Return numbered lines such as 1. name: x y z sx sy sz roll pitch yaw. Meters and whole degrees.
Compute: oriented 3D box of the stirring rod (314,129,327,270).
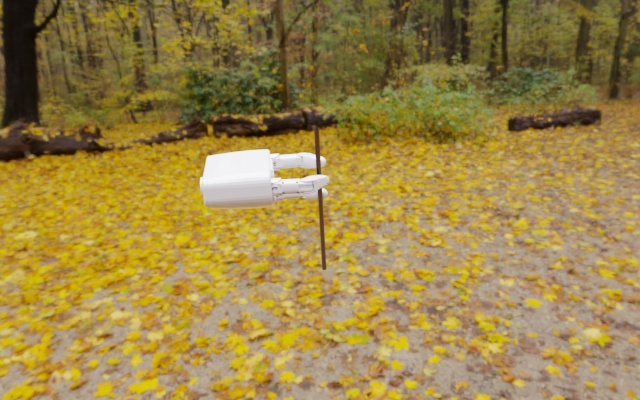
1. stirring rod: 0.000 0.003 0.793 0.011 0.239 0.011 -3 15 1
